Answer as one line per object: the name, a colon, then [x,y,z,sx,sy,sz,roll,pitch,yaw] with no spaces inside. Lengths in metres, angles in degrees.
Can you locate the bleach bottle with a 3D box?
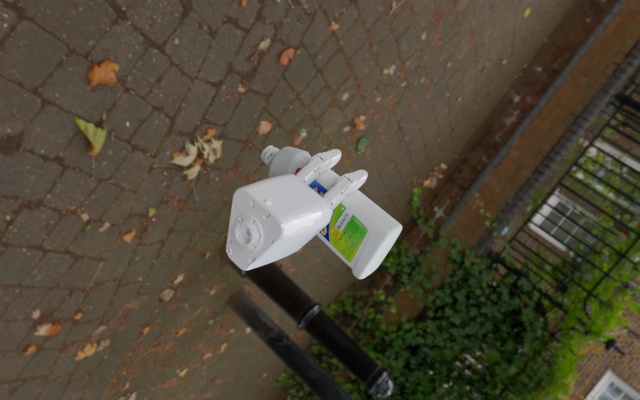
bleach bottle: [0.000,0.002,0.740,0.250,0.103,0.068,39,30,21]
